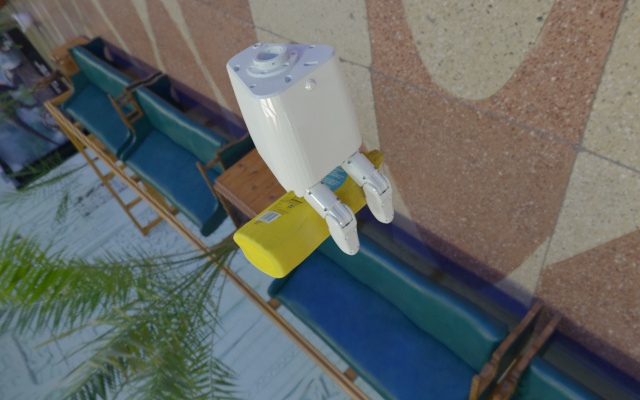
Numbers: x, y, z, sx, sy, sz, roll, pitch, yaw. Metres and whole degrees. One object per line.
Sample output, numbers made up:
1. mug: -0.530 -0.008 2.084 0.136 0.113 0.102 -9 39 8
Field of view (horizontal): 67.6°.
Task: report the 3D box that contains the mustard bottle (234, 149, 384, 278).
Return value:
1. mustard bottle: 0.000 0.002 0.529 0.191 0.058 0.096 -40 23 -22
